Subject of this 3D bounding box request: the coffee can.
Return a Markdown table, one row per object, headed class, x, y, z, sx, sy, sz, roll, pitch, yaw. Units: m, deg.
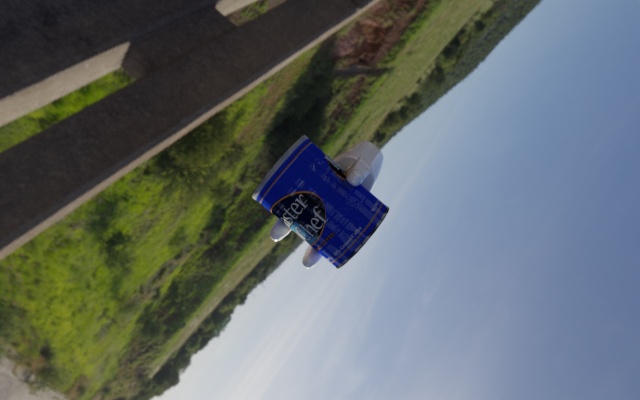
| class | x | y | z | sx | sy | sz | roll | pitch | yaw |
| --- | --- | --- | --- | --- | --- | --- | --- | --- | --- |
| coffee can | 0.000 | 0.002 | 0.600 | 0.140 | 0.103 | 0.103 | 40 | -1 | -1 |
